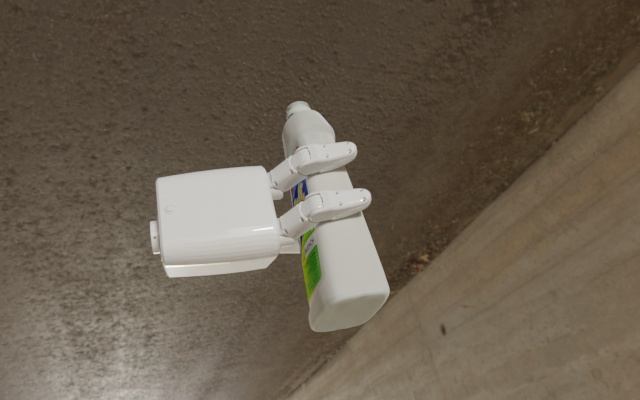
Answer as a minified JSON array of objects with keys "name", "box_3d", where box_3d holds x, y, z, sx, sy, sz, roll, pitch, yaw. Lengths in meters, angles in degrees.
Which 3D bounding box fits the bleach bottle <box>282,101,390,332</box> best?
[{"name":"bleach bottle","box_3d":[0.000,0.002,0.510,0.068,0.250,0.103,-5,-32,-18]}]
